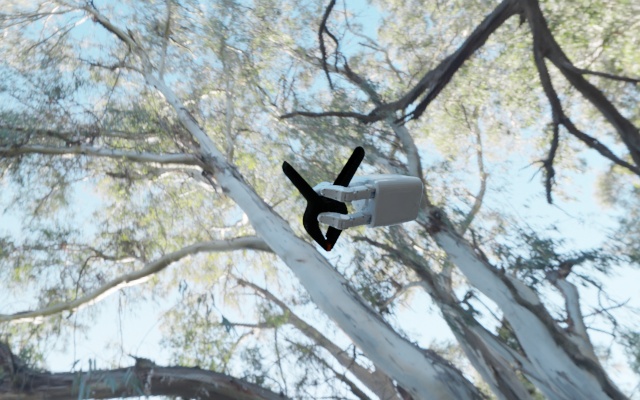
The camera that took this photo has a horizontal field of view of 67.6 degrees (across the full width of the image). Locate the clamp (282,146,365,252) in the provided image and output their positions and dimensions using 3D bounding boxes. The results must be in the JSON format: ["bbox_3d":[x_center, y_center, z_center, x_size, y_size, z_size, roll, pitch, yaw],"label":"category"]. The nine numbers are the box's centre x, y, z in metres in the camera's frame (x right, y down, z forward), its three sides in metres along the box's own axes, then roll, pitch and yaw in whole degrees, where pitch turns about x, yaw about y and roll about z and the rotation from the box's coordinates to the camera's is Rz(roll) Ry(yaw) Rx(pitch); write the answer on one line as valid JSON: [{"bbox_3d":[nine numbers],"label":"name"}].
[{"bbox_3d":[0.000,0.003,0.899,0.164,0.210,0.036,-6,26,-26],"label":"clamp"}]
